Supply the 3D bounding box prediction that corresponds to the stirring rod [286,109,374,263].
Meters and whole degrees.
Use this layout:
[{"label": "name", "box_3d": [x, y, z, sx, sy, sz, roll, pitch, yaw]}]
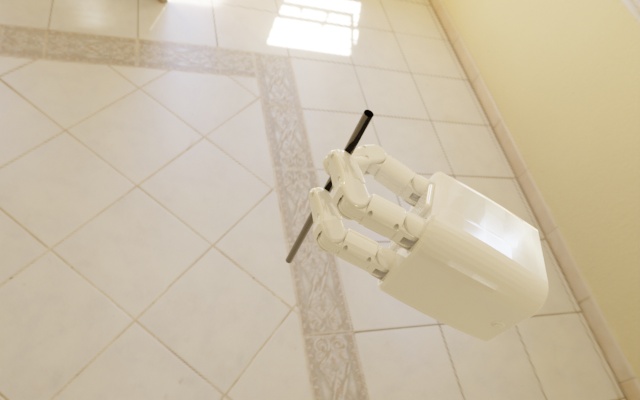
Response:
[{"label": "stirring rod", "box_3d": [0.000, 0.002, 0.450, 0.011, 0.011, 0.240, 0, -34, -21]}]
